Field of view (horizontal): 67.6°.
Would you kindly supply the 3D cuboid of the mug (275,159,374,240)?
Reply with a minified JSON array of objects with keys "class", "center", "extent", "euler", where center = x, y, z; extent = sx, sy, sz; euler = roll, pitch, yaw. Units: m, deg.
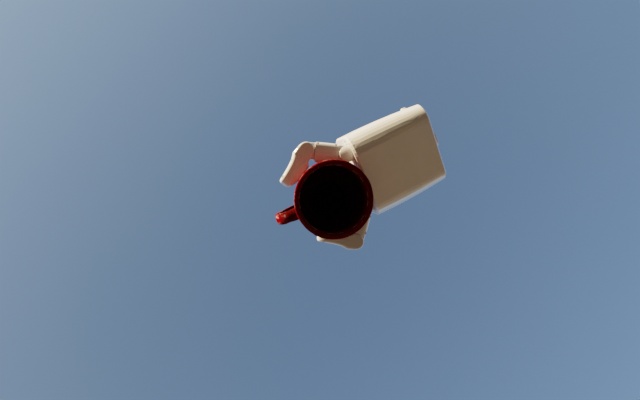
[{"class":"mug","center":[-0.001,0.003,0.587],"extent":[0.117,0.093,0.081],"euler":[-25,6,-5]}]
